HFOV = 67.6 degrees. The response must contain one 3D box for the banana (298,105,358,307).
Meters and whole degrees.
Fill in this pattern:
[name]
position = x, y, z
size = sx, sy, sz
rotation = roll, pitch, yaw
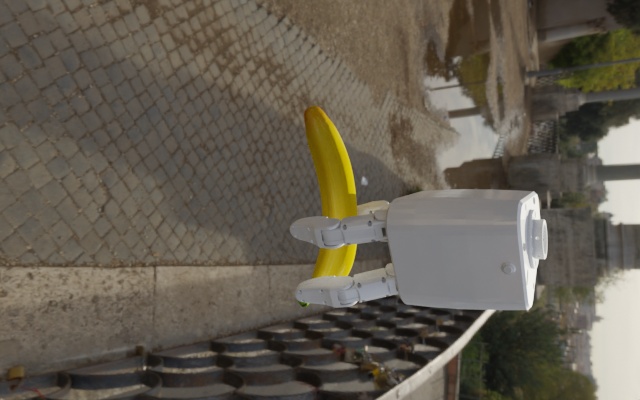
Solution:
[banana]
position = 0.011, 0.006, 0.486
size = 0.037, 0.198, 0.069
rotation = -1, -2, 35
